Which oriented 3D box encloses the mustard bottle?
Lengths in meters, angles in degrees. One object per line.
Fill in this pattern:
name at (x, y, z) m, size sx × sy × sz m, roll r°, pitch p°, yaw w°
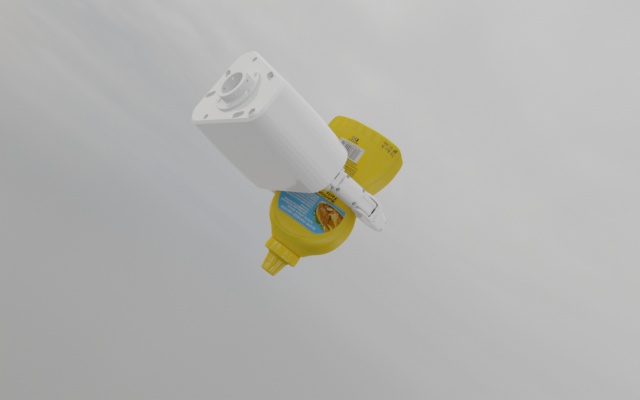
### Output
mustard bottle at (0.000, 0.002, 0.529) m, size 0.096 × 0.191 × 0.058 m, roll 34°, pitch -10°, yaw 24°
